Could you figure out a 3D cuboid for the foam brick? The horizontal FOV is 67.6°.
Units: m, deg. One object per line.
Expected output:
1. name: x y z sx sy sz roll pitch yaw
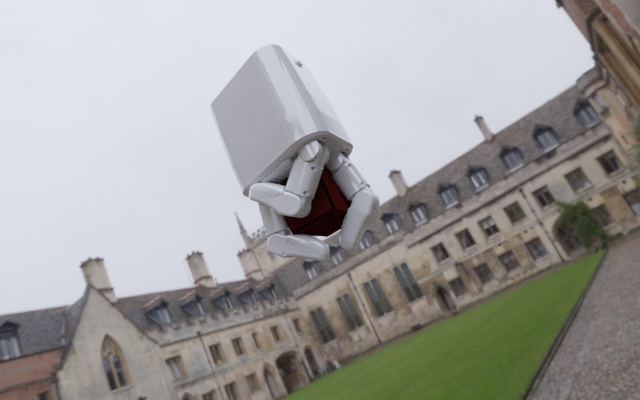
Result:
1. foam brick: 0.000 0.002 0.475 0.053 0.051 0.078 -32 -18 19
